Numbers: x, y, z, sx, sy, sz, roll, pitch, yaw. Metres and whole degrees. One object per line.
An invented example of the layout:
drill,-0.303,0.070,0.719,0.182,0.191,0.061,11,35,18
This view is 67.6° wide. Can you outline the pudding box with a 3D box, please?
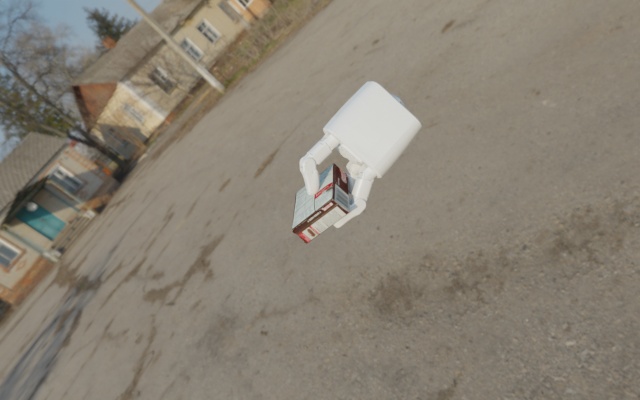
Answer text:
pudding box,0.000,0.002,0.756,0.090,0.039,0.113,-38,23,23
